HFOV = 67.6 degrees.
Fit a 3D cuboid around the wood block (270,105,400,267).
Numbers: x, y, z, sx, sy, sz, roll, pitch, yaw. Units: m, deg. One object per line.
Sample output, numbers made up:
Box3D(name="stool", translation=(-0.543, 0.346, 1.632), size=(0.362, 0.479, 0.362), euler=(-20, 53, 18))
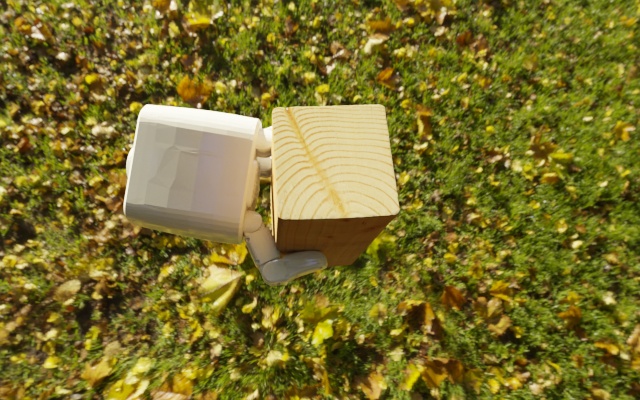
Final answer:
Box3D(name="wood block", translation=(0.000, 0.002, 0.447), size=(0.090, 0.090, 0.206), euler=(-3, -17, -7))
